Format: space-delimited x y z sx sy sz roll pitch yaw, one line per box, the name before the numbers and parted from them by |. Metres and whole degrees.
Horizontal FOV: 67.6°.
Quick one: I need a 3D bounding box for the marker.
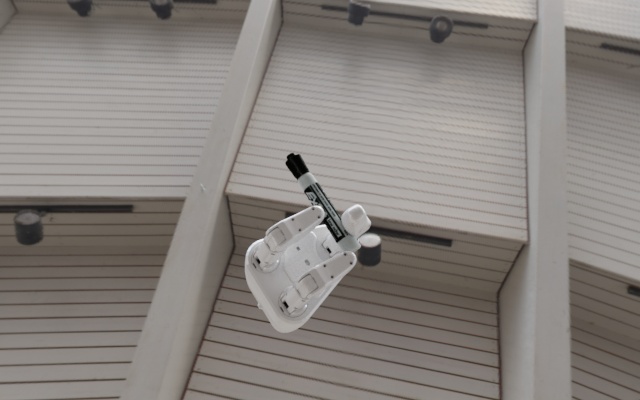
marker | 0.000 0.002 0.485 0.020 0.121 0.020 -31 -14 -9
